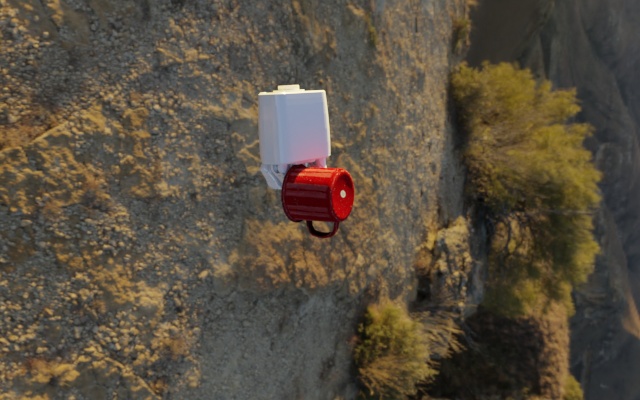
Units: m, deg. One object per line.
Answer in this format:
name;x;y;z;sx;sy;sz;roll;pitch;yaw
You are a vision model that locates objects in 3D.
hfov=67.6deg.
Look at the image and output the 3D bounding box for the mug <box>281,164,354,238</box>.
mug;0.000;0.004;0.731;0.081;0.117;0.093;4;16;30
